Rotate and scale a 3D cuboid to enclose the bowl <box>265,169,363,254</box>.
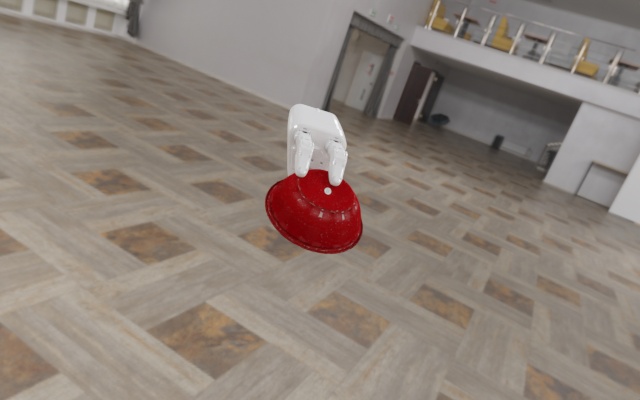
[{"bbox_3d":[0.001,0.003,0.726,0.162,0.162,0.055,0,-43,-28],"label":"bowl"}]
